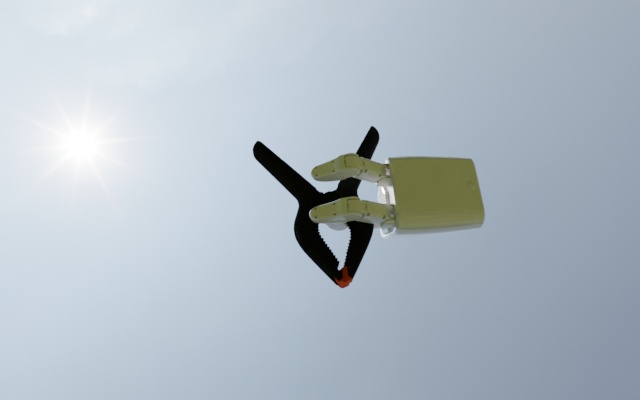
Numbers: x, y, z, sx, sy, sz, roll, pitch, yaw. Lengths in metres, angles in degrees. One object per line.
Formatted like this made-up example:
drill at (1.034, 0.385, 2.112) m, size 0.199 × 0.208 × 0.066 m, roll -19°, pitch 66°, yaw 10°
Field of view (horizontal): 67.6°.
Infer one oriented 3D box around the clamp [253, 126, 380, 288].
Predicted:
clamp at (0.000, 0.003, 0.582) m, size 0.164 × 0.210 × 0.036 m, roll -3°, pitch -25°, yaw -2°
